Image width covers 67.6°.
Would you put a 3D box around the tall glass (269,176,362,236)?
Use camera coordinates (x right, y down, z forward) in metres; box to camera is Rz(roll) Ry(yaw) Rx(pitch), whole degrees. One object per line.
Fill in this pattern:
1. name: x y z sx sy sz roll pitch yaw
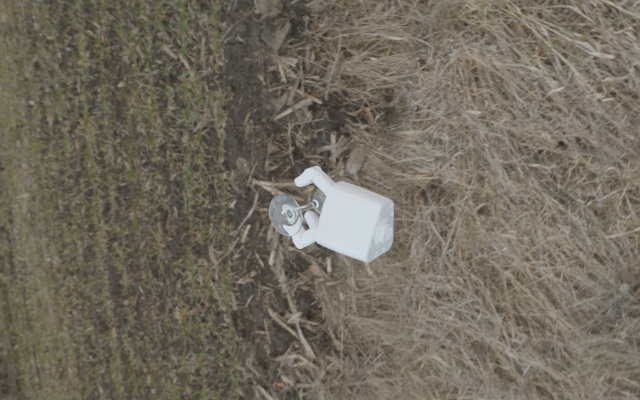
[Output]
1. tall glass: 0.000 0.003 0.890 0.079 0.079 0.201 0 13 38
